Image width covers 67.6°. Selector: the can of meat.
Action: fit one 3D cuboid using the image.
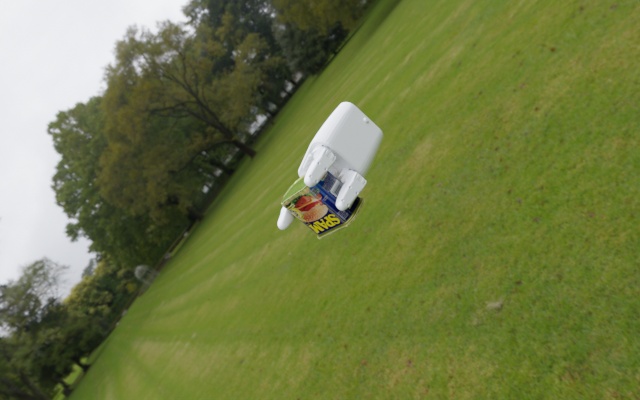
[{"bbox_3d":[0.000,0.002,0.706,0.084,0.057,0.102,41,-34,-14],"label":"can of meat"}]
